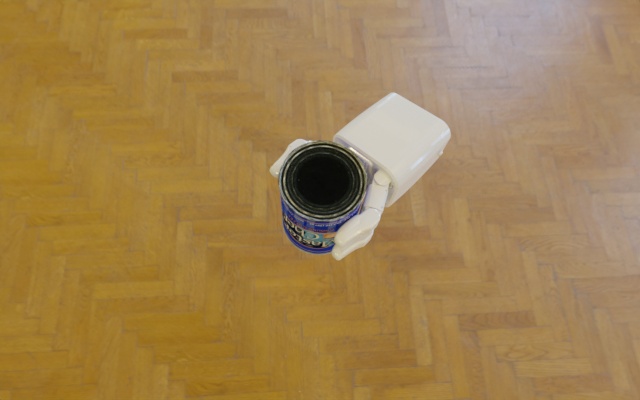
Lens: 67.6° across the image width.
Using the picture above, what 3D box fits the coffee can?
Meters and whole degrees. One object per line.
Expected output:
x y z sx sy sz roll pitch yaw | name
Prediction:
0.000 0.002 0.609 0.103 0.102 0.140 0 -22 -3 | coffee can
